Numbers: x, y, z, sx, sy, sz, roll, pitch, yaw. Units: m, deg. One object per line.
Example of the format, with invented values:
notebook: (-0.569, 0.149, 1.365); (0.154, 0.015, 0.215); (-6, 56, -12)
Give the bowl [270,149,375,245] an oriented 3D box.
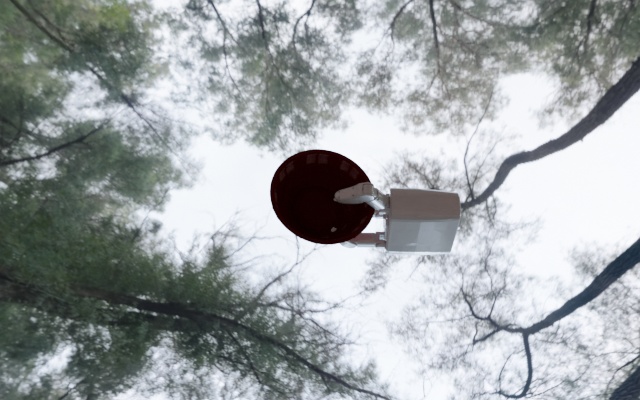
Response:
bowl: (-0.001, 0.002, 0.735); (0.162, 0.162, 0.055); (0, -27, -12)
